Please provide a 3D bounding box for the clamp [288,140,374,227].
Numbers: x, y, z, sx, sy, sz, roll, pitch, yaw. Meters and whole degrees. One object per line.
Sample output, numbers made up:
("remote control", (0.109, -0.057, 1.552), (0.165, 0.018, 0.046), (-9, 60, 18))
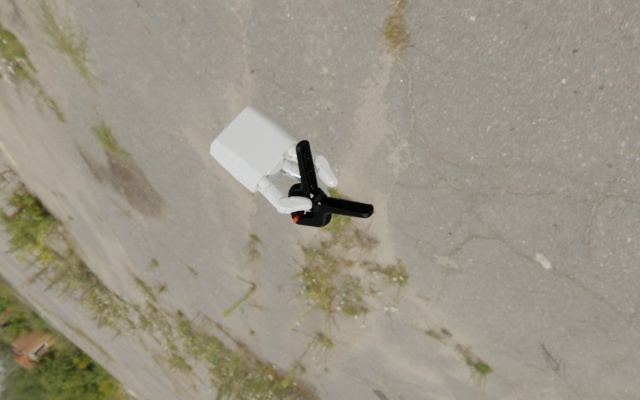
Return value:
("clamp", (-0.001, 0.003, 0.838), (0.036, 0.164, 0.210), (-44, -7, -30))
